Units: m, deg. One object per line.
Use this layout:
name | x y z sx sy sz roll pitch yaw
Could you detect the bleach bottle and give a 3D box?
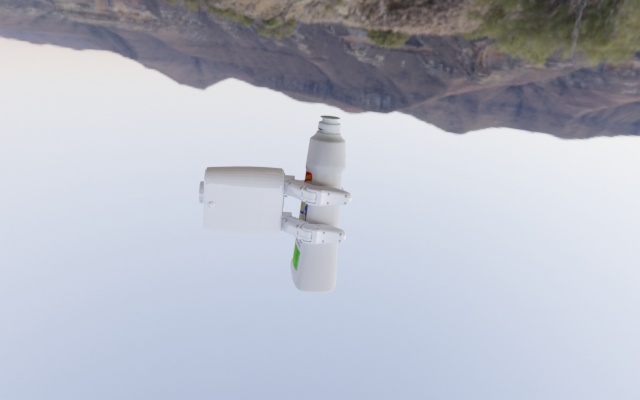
bleach bottle | 0.000 0.002 0.694 0.068 0.251 0.102 3 19 -9
